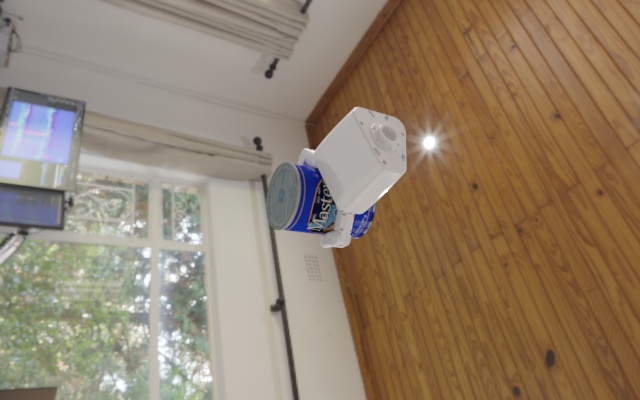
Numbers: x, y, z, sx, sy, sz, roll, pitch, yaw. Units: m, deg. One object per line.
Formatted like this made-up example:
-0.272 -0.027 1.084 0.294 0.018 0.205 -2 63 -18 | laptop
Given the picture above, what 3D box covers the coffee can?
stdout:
0.000 0.003 0.743 0.140 0.103 0.103 9 -5 -30 | coffee can
